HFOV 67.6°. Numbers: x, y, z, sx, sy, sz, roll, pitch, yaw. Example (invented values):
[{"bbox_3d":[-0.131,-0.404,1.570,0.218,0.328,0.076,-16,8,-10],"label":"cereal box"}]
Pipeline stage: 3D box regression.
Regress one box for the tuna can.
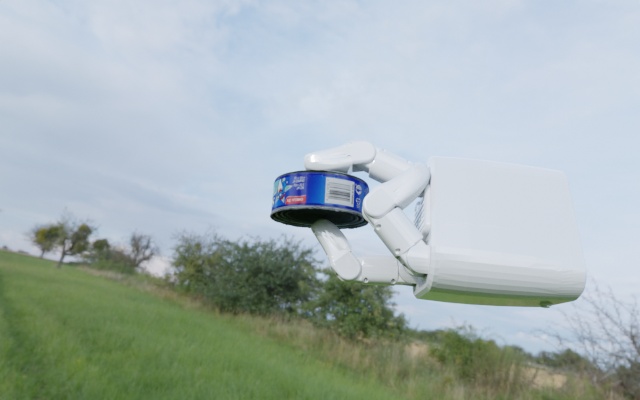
[{"bbox_3d":[0.000,0.001,0.417,0.086,0.033,0.086,3,-14,1],"label":"tuna can"}]
